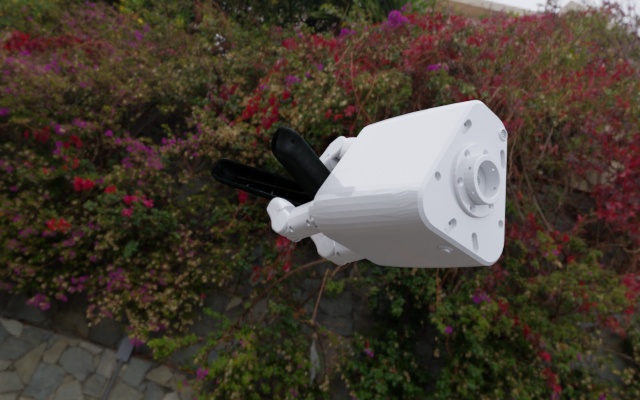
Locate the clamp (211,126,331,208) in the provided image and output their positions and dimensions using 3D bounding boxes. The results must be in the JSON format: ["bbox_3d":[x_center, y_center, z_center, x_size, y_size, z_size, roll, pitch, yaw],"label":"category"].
[{"bbox_3d":[0.001,0.001,0.463,0.210,0.036,0.164,31,-19,-31],"label":"clamp"}]
